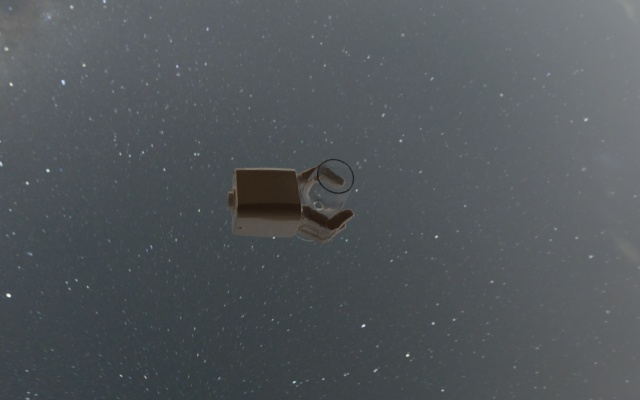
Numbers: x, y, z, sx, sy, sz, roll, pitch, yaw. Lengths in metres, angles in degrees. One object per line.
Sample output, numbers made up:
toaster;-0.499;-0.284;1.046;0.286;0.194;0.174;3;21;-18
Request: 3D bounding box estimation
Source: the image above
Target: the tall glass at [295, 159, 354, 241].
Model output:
tall glass;0.000;0.003;0.839;0.079;0.079;0.201;0;-25;-16
